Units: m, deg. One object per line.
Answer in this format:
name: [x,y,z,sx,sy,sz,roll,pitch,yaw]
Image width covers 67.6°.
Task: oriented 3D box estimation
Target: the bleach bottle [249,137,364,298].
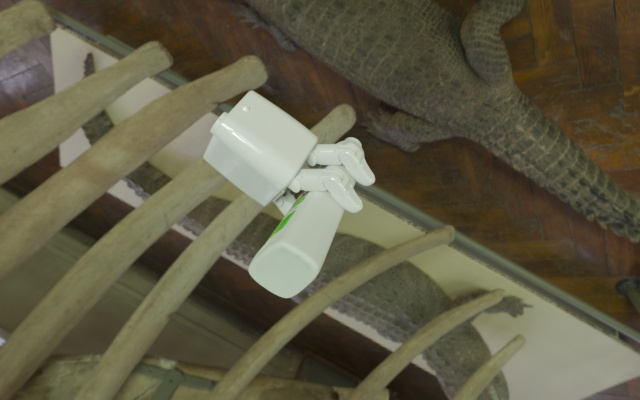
bleach bottle: [0.000,0.002,0.625,0.068,0.250,0.103,36,-44,-8]
